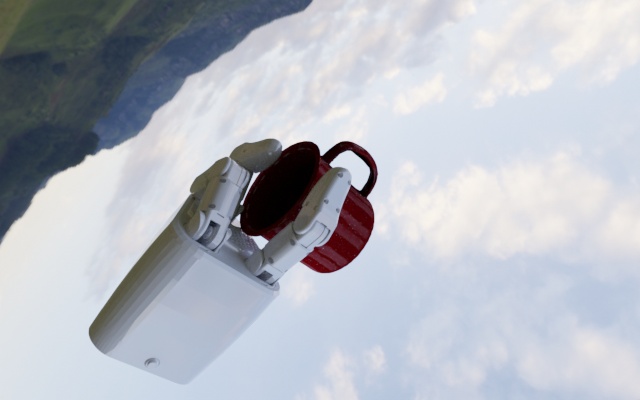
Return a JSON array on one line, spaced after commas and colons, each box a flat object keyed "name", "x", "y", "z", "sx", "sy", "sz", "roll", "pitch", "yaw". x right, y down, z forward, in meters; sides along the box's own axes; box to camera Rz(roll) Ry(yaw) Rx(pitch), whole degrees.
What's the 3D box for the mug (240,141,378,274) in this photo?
[{"name": "mug", "x": 0.001, "y": 0.000, "z": 0.407, "sx": 0.081, "sy": 0.117, "sz": 0.093, "roll": 39, "pitch": 9, "yaw": -31}]
